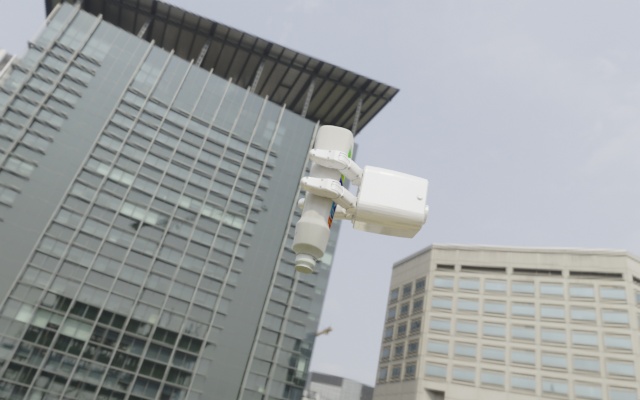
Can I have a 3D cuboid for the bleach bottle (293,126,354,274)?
[{"bbox_3d":[0.000,0.002,0.782,0.068,0.250,0.103,11,-30,4],"label":"bleach bottle"}]
